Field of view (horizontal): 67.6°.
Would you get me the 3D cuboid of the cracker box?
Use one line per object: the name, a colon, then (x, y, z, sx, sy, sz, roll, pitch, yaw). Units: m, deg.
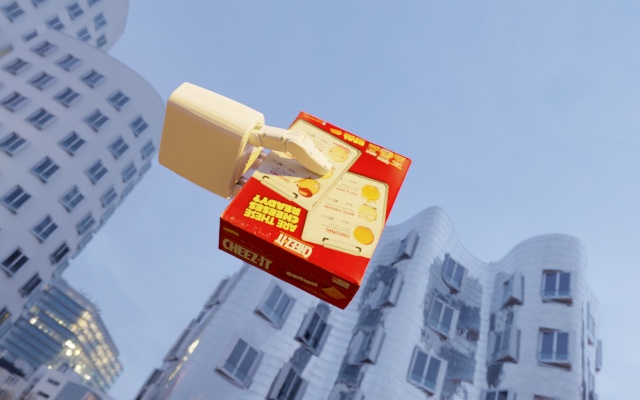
cracker box: (0.000, 0.002, 0.580, 0.164, 0.213, 0.072, 25, -41, 6)
